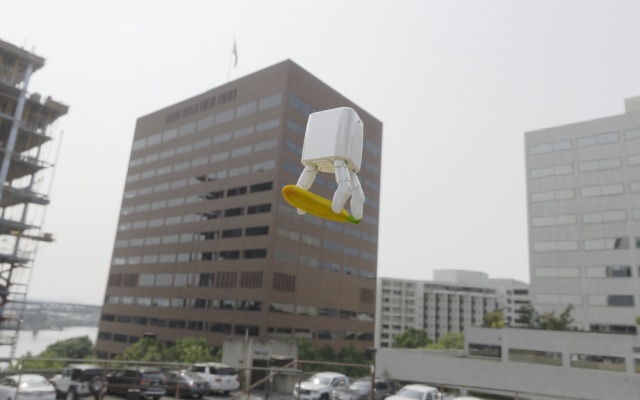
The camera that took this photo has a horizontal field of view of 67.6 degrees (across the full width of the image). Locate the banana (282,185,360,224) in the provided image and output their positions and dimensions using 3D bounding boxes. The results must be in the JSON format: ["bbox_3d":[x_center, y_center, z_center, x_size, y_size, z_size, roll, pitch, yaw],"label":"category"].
[{"bbox_3d":[-0.010,0.005,0.908,0.198,0.037,0.069,22,-17,-41],"label":"banana"}]
